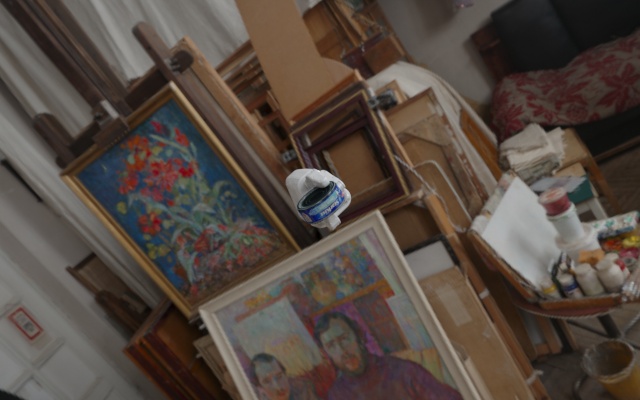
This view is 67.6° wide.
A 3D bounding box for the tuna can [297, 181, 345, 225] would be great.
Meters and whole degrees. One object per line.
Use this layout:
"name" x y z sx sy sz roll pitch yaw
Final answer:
"tuna can" 0.000 0.002 0.854 0.086 0.034 0.086 -31 20 13
